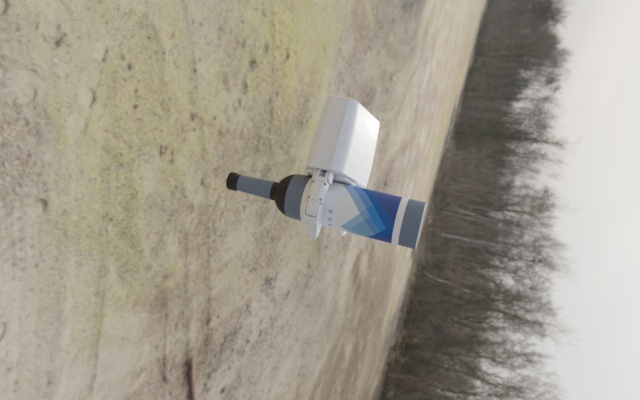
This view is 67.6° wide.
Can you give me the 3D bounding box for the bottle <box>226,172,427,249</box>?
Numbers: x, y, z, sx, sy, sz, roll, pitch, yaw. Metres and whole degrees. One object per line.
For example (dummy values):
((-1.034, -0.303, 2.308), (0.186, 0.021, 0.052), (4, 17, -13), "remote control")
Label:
((0.000, 0.002, 0.693), (0.295, 0.069, 0.069), (13, 3, 15), "bottle")
